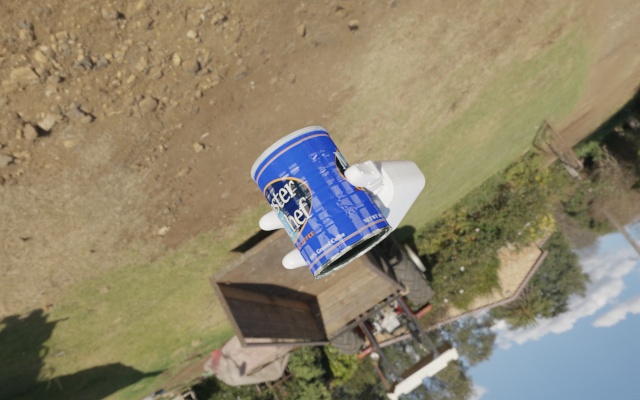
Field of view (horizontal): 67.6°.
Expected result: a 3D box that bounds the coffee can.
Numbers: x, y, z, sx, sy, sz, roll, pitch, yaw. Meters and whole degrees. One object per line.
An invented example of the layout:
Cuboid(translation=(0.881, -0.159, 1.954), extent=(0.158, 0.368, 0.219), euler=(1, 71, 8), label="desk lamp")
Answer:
Cuboid(translation=(0.000, 0.002, 0.539), extent=(0.103, 0.140, 0.103), euler=(-31, -14, -9), label="coffee can")
